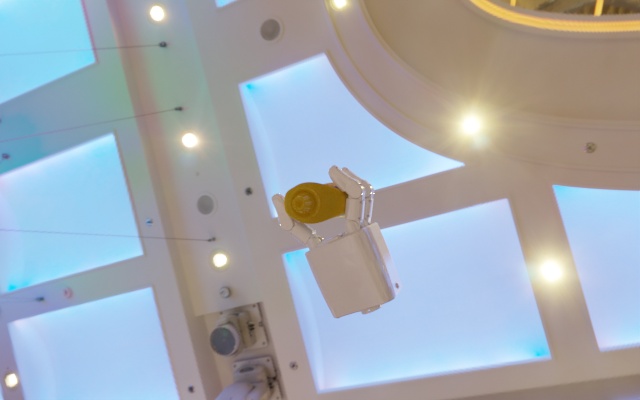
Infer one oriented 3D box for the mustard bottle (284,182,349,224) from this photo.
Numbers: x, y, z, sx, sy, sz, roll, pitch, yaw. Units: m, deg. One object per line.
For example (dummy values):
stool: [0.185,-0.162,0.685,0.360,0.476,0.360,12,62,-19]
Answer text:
mustard bottle: [0.000,0.002,0.702,0.096,0.058,0.191,2,3,17]
